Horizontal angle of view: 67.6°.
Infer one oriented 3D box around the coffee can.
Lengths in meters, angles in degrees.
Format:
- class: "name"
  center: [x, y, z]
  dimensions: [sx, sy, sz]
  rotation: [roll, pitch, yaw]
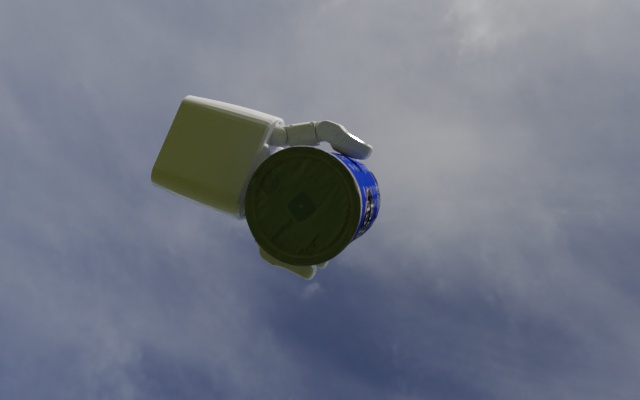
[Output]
- class: "coffee can"
  center: [0.000, 0.002, 0.470]
  dimensions: [0.103, 0.103, 0.140]
  rotation: [0, 3, 14]
